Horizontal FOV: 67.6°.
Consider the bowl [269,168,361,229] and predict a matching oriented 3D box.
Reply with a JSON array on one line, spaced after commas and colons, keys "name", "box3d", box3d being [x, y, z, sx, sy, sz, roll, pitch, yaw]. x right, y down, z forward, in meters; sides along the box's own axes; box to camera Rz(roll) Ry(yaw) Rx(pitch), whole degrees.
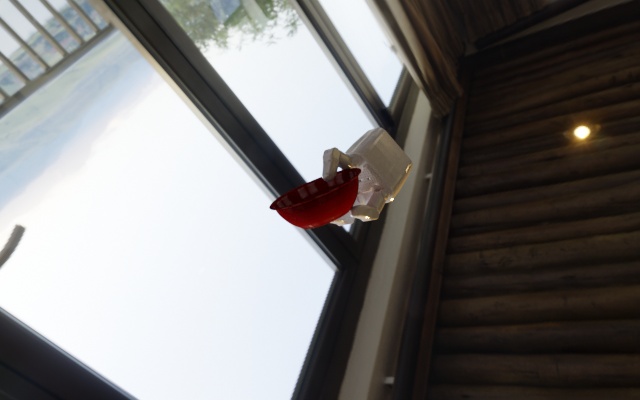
[{"name": "bowl", "box3d": [-0.001, 0.004, 0.780, 0.162, 0.055, 0.162, -21, 11, 4]}]
